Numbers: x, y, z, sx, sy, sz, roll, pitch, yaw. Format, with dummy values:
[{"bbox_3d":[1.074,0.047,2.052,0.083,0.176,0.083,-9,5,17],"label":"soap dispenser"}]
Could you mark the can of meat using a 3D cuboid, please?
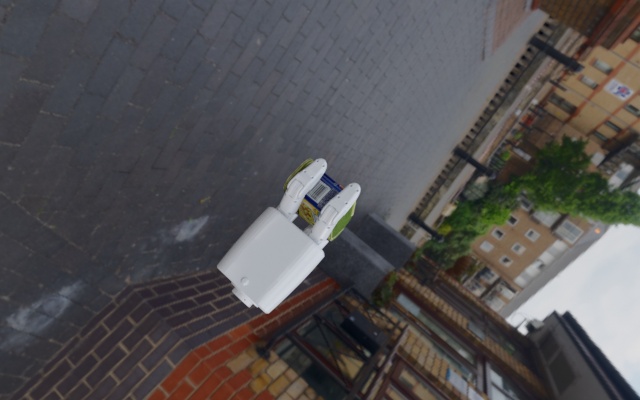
[{"bbox_3d":[0.000,0.002,0.663,0.084,0.057,0.102,40,-17,14],"label":"can of meat"}]
